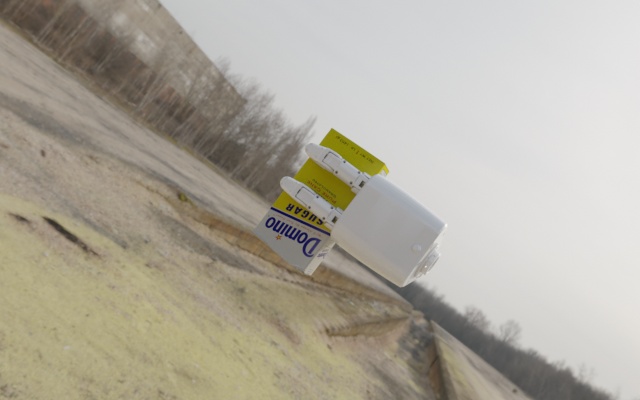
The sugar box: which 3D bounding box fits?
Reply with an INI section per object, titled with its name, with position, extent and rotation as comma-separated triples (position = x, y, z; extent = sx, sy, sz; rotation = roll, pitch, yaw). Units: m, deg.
[sugar box]
position = 0.000, 0.002, 0.630
extent = 0.093, 0.176, 0.048
rotation = 36, -3, 21
